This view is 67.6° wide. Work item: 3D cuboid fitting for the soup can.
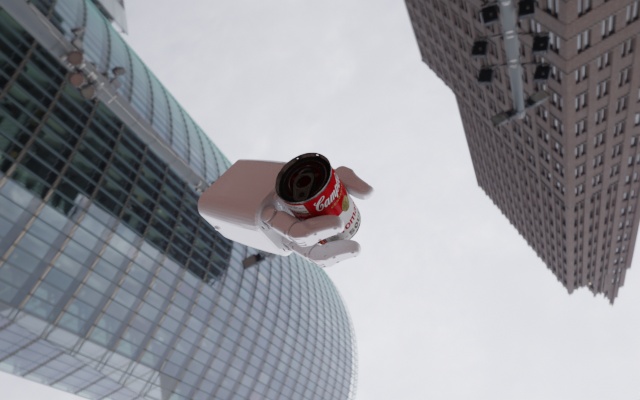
[{"bbox_3d":[0.001,0.002,0.558,0.068,0.068,0.102,0,-33,28],"label":"soup can"}]
